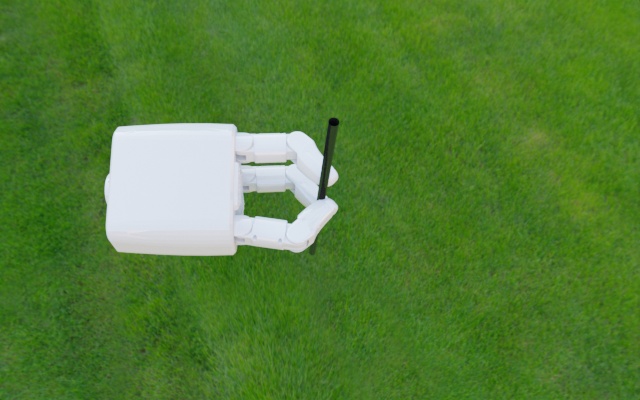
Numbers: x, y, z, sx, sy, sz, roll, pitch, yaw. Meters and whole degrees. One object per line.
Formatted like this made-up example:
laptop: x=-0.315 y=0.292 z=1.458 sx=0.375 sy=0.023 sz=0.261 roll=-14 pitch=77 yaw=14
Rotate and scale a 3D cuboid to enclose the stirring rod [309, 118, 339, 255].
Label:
stirring rod: x=0.000 y=0.002 z=0.450 sx=0.011 sy=0.011 sz=0.240 roll=0 pitch=-29 yaw=-5
